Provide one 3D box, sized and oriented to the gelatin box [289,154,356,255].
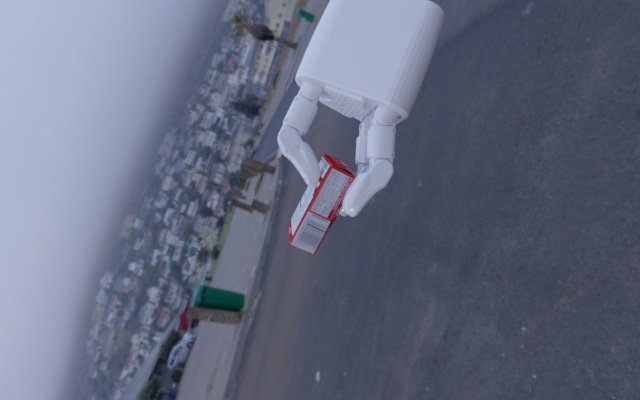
[{"bbox_3d":[0.000,0.002,0.480,0.030,0.089,0.073,27,9,-10],"label":"gelatin box"}]
